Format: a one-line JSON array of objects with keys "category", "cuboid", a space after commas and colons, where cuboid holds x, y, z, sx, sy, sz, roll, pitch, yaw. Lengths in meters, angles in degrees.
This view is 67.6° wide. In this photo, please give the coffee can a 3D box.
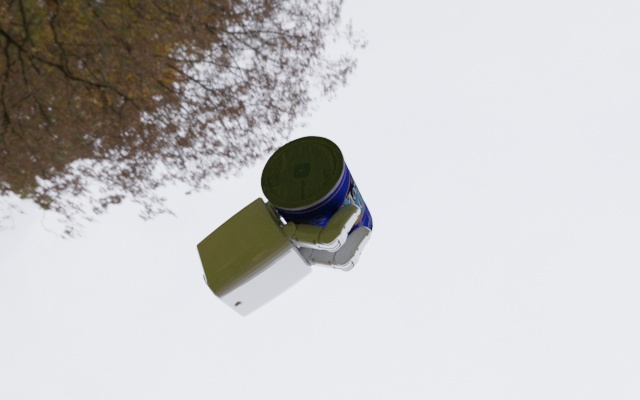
[{"category": "coffee can", "cuboid": [0.000, 0.002, 0.602, 0.103, 0.102, 0.140, 0, -32, 23]}]
